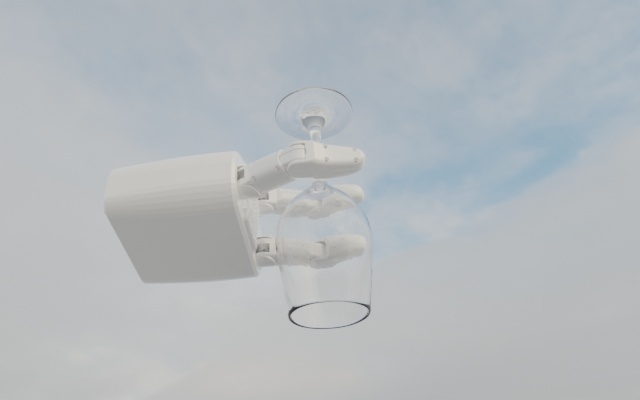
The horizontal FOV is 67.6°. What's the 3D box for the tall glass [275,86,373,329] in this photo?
[{"bbox_3d":[0.000,0.001,0.404,0.079,0.201,0.079,-3,-33,-2],"label":"tall glass"}]
